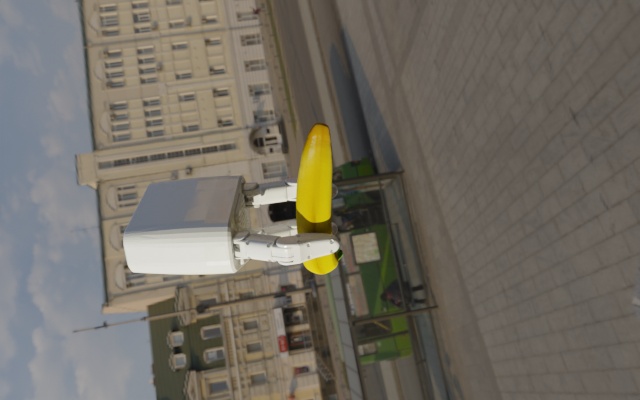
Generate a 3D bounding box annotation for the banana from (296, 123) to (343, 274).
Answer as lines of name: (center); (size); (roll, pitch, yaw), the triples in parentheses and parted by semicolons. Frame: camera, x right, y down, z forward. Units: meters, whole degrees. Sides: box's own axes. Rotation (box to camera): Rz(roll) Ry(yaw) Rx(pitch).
banana: (-0.003, 0.017, 0.492); (0.037, 0.198, 0.069); (4, 45, 10)
